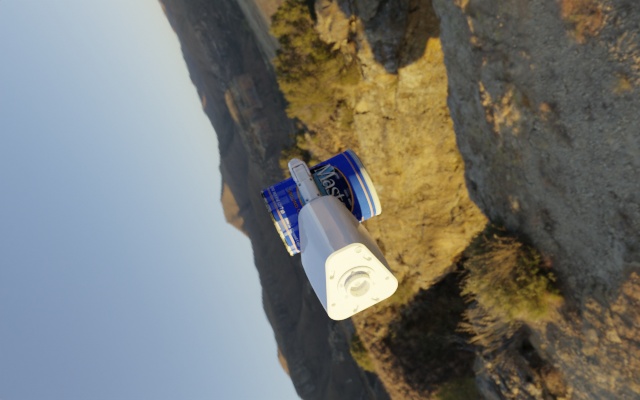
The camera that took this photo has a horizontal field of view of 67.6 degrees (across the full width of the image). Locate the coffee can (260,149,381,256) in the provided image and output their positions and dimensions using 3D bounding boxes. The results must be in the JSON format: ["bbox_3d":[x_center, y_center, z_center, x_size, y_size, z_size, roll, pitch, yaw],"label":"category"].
[{"bbox_3d":[0.000,0.002,0.676,0.140,0.103,0.103,-26,2,-4],"label":"coffee can"}]
